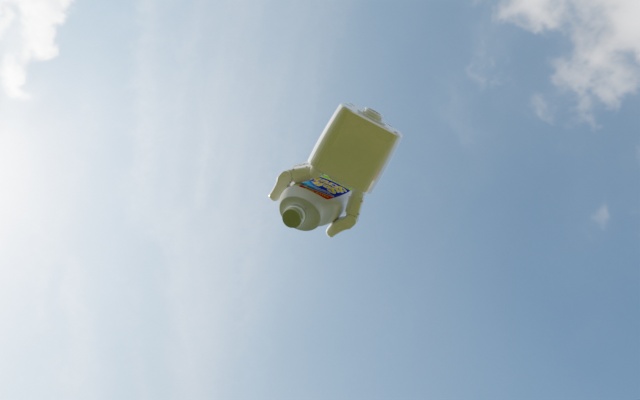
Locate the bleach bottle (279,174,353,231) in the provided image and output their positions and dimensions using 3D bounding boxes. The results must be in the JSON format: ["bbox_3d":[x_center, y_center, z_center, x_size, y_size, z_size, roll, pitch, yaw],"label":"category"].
[{"bbox_3d":[0.000,0.003,0.789,0.102,0.068,0.250,32,19,7],"label":"bleach bottle"}]
